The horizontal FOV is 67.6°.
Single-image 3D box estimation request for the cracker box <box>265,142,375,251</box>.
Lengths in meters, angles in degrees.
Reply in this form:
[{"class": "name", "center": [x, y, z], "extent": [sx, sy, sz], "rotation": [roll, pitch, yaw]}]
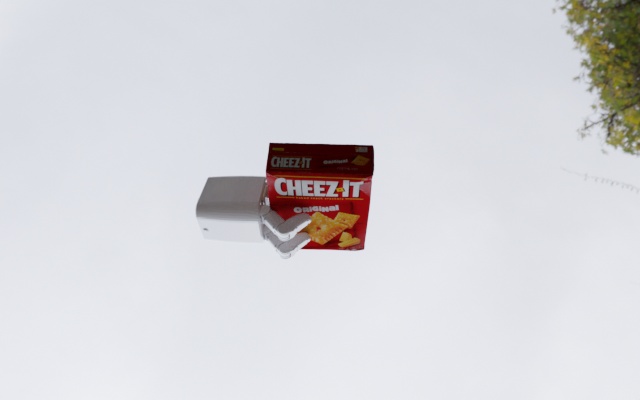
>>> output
[{"class": "cracker box", "center": [0.000, 0.003, 0.799], "extent": [0.164, 0.072, 0.214], "rotation": [1, -37, 1]}]
